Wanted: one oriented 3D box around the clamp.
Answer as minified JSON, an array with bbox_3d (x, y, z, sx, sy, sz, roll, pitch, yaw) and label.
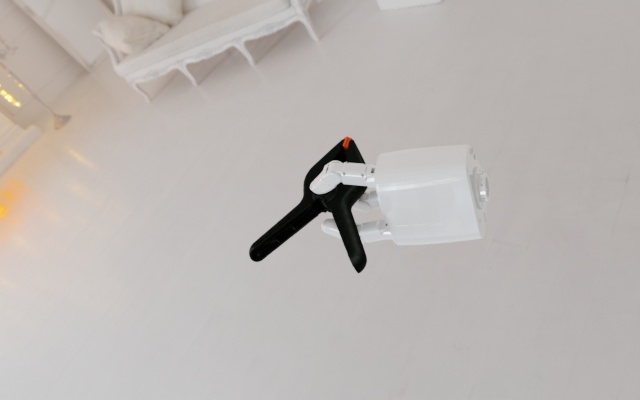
[{"bbox_3d":[0.000,0.001,0.626,0.164,0.209,0.036,-4,-40,27],"label":"clamp"}]
